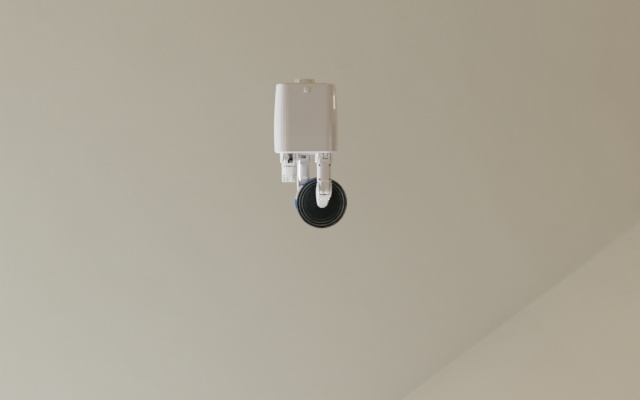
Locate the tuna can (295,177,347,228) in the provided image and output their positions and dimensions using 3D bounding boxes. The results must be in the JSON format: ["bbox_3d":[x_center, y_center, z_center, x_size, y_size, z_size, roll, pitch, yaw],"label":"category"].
[{"bbox_3d":[0.000,0.003,0.809,0.086,0.086,0.034,0,5,-9],"label":"tuna can"}]
